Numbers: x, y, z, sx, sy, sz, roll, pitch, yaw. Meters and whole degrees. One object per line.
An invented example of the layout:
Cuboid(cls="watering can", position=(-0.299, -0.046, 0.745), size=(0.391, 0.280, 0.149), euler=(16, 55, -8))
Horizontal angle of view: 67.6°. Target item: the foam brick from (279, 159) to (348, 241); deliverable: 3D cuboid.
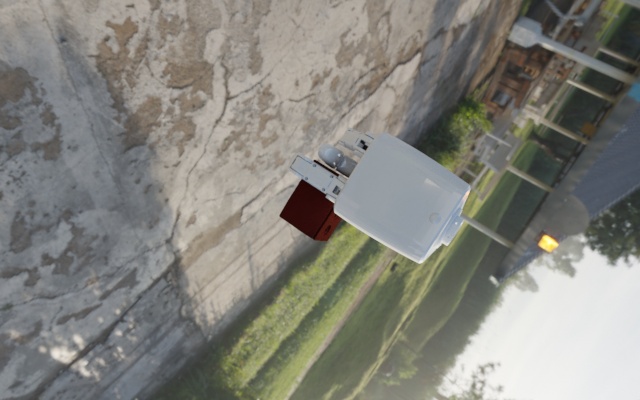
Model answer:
Cuboid(cls="foam brick", position=(0.000, 0.002, 0.543), size=(0.051, 0.078, 0.053), euler=(33, 4, 17))
